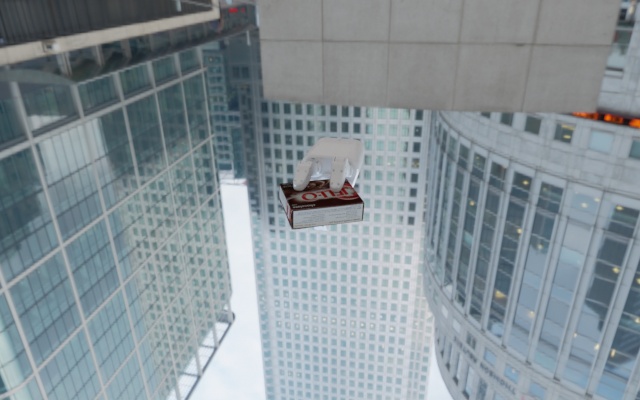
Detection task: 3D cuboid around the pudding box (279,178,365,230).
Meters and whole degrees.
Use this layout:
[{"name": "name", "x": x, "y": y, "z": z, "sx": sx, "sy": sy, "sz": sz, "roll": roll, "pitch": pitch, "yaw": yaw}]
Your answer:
[{"name": "pudding box", "x": 0.000, "y": 0.003, "z": 0.728, "sx": 0.113, "sy": 0.039, "sz": 0.090, "roll": -8, "pitch": 28, "yaw": -13}]
